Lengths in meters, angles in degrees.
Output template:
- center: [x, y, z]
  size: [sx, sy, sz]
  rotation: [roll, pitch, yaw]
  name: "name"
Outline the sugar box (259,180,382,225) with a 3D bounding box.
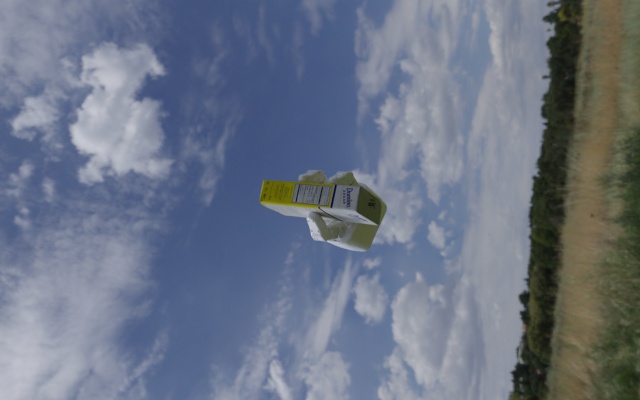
- center: [0.000, 0.002, 0.762]
  size: [0.176, 0.048, 0.093]
  rotation: [3, -14, 28]
  name: "sugar box"
